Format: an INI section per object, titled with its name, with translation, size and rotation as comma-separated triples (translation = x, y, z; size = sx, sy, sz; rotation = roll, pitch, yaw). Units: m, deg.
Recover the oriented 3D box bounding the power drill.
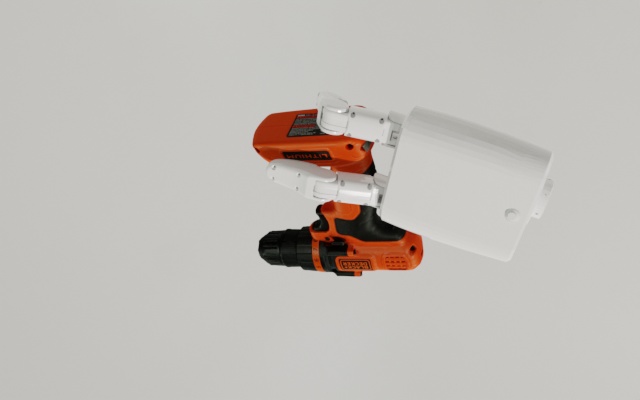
[power drill]
translation = 0.000, 0.001, 0.471
size = 0.184, 0.188, 0.057
rotation = -3, 44, 19
